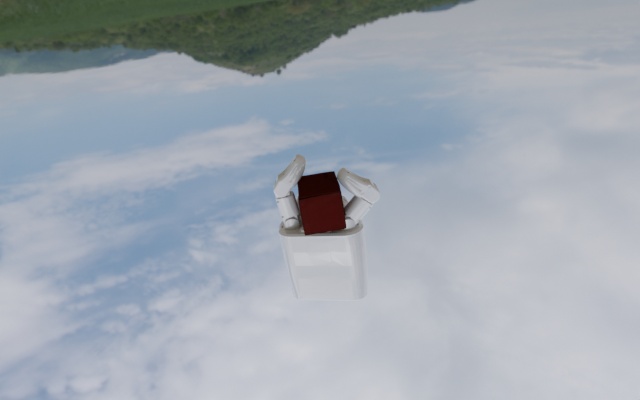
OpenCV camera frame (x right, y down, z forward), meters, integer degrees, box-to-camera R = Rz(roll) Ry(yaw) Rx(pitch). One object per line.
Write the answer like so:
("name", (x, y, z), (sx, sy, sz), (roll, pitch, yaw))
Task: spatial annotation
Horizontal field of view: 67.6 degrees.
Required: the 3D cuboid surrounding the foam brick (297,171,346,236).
("foam brick", (0.000, 0.002, 0.599), (0.053, 0.051, 0.078), (-9, 22, 0))
